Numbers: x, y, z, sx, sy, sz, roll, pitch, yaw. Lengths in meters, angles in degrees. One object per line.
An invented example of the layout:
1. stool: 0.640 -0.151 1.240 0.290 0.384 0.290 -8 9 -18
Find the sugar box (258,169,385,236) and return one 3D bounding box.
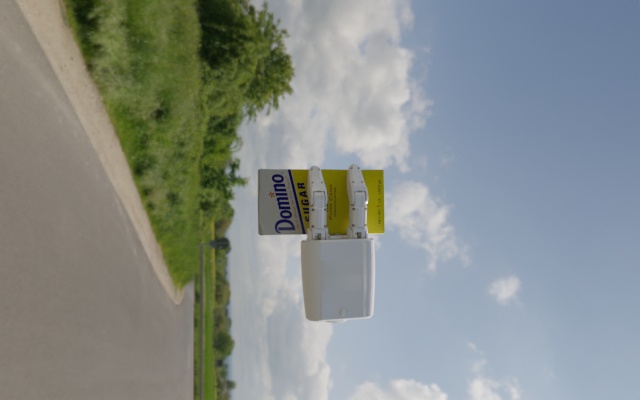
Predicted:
1. sugar box: 0.000 0.002 0.673 0.176 0.093 0.048 -1 -2 -11
